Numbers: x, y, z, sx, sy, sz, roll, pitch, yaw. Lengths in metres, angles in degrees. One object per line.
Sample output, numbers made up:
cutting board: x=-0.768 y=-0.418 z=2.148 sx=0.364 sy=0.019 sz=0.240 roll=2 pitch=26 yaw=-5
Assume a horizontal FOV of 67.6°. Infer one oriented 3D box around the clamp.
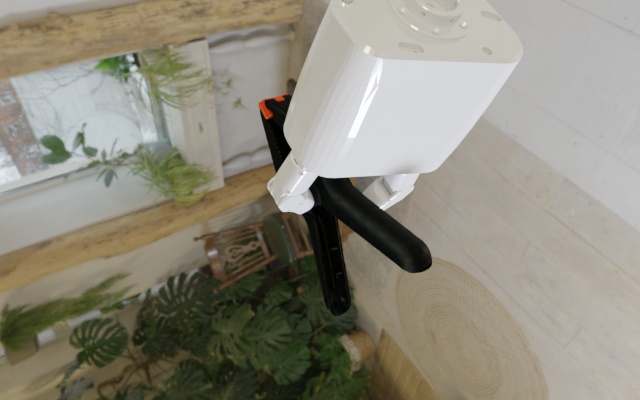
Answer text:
clamp: x=-0.001 y=0.001 z=0.426 sx=0.036 sy=0.210 sz=0.165 roll=-20 pitch=-22 yaw=-30
